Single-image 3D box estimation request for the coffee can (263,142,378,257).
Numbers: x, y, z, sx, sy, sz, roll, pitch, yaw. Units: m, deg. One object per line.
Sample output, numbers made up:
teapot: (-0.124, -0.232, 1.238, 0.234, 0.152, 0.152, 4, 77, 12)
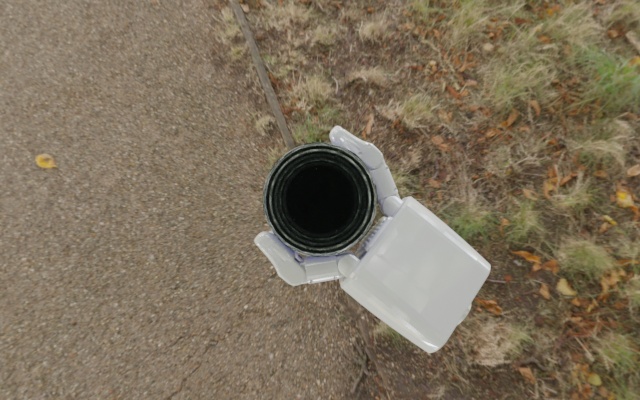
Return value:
coffee can: (0.000, 0.001, 0.491, 0.103, 0.103, 0.140, 0, -2, 1)
